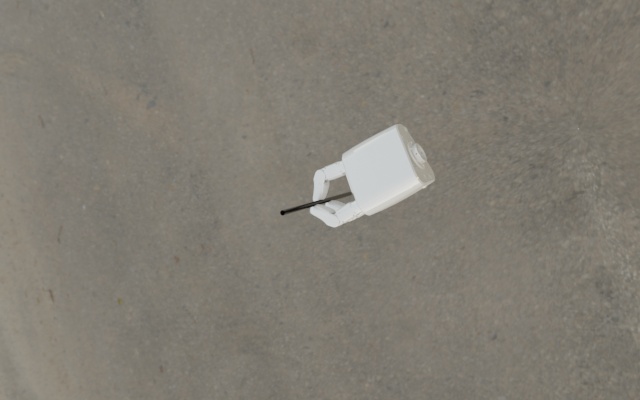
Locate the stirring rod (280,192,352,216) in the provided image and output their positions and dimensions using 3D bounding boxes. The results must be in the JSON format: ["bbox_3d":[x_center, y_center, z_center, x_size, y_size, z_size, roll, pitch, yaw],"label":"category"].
[{"bbox_3d":[0.000,0.003,0.813,0.011,0.011,0.239,0,8,28],"label":"stirring rod"}]
